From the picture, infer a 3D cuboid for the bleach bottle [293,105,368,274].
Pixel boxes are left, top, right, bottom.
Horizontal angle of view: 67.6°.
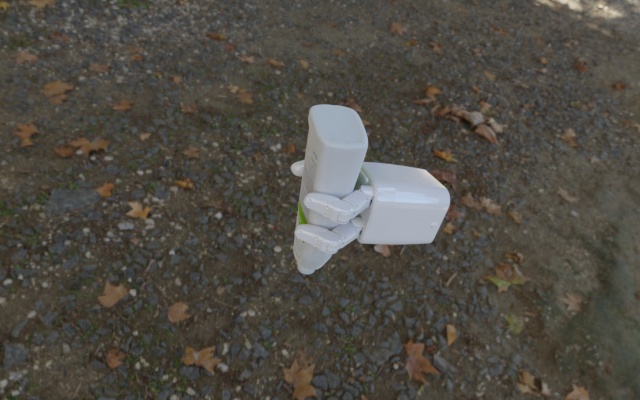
[{"bbox_3d":[0.000,0.002,0.660,0.068,0.251,0.102,2,40,-14],"label":"bleach bottle"}]
